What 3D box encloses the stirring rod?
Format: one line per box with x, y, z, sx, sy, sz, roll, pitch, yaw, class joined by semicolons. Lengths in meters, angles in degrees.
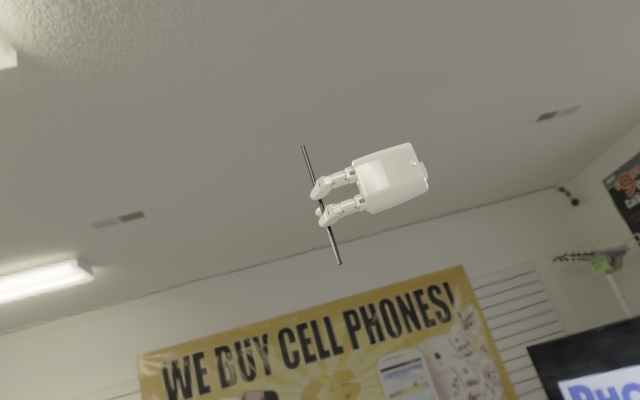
0.000;0.003;0.865;0.011;0.239;0.011;-15;-22;-6;stirring rod
